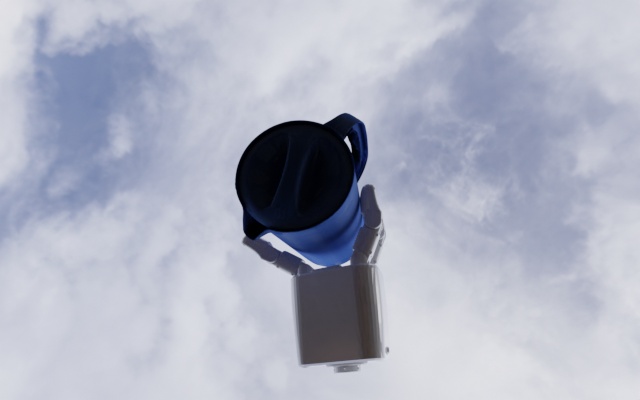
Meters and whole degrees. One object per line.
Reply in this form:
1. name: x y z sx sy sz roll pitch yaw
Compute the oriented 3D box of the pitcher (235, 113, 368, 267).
1. pitcher: 0.000 0.002 0.621 0.149 0.145 0.243 -9 -21 9
